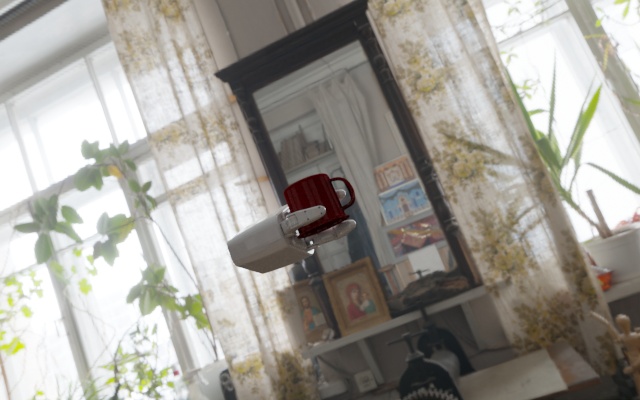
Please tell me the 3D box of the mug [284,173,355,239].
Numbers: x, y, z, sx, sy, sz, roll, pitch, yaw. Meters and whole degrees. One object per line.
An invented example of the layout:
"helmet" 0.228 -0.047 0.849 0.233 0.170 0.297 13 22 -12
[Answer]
"mug" 0.001 0.002 0.779 0.117 0.081 0.093 -26 -10 18
